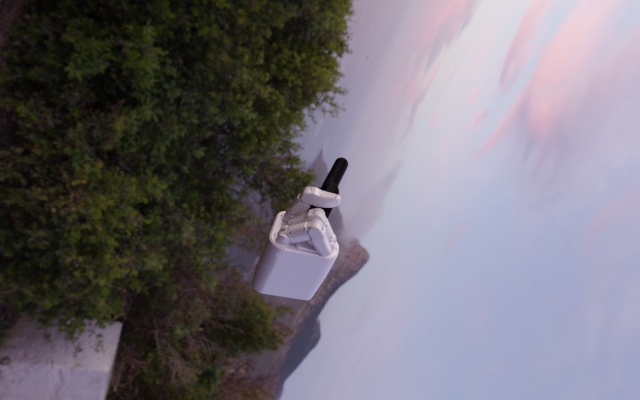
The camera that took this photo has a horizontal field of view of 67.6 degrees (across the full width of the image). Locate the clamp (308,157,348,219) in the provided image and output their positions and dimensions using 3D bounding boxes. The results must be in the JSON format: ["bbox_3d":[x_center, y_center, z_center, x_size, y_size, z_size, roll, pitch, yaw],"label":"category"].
[{"bbox_3d":[0.001,0.003,0.821,0.039,0.120,0.171,28,30,-2],"label":"clamp"}]
